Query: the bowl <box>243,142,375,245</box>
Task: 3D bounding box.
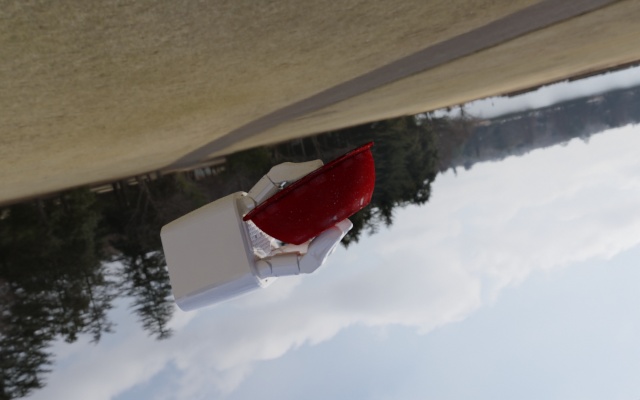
[{"bbox_3d":[0.001,0.001,0.509,0.162,0.055,0.162,-31,-1,-1],"label":"bowl"}]
